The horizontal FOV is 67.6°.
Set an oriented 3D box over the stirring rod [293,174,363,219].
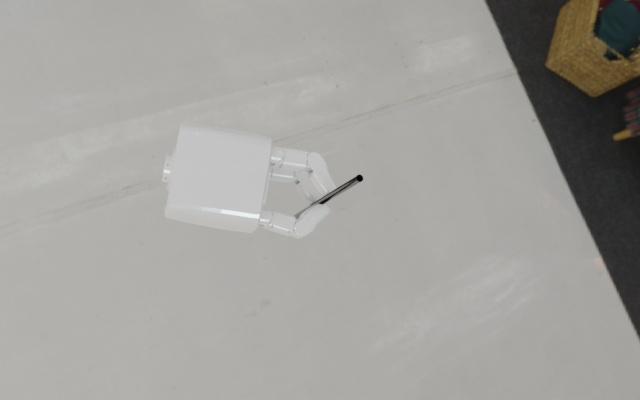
[{"bbox_3d":[0.000,0.002,0.603,0.011,0.011,0.239,0,-12,-20],"label":"stirring rod"}]
